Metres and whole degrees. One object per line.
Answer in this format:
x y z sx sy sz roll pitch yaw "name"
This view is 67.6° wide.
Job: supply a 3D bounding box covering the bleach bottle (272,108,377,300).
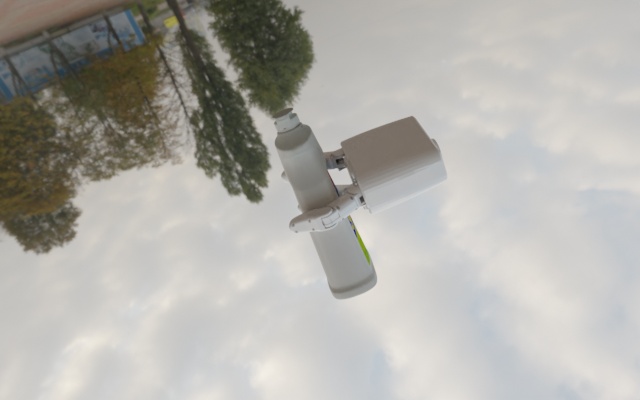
0.000 0.002 0.622 0.068 0.251 0.102 -21 25 4 "bleach bottle"
